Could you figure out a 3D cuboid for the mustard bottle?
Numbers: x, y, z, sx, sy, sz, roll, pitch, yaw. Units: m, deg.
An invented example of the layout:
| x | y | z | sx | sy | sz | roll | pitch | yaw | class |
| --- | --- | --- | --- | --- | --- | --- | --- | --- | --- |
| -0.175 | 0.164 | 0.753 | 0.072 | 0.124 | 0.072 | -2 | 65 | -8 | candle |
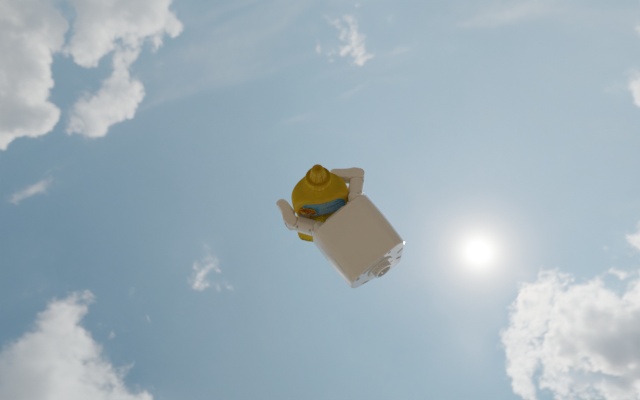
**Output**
| x | y | z | sx | sy | sz | roll | pitch | yaw | class |
| --- | --- | --- | --- | --- | --- | --- | --- | --- | --- |
| 0.000 | 0.003 | 0.808 | 0.096 | 0.058 | 0.192 | -10 | -32 | -3 | mustard bottle |
